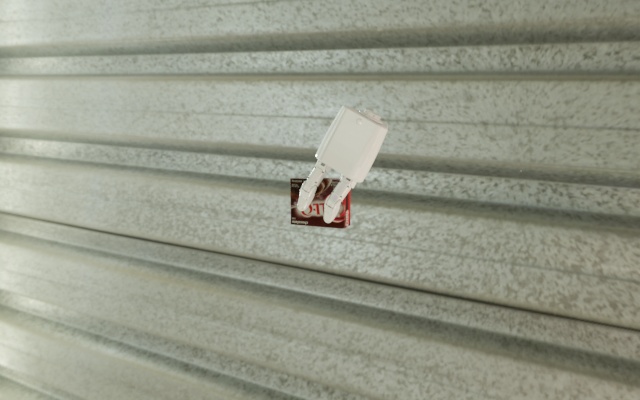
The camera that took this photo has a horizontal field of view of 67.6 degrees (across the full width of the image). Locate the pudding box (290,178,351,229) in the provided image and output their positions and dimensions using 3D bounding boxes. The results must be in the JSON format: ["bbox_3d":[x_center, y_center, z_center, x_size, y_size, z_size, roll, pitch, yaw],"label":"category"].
[{"bbox_3d":[0.000,0.003,0.893,0.113,0.090,0.039,3,8,24],"label":"pudding box"}]
